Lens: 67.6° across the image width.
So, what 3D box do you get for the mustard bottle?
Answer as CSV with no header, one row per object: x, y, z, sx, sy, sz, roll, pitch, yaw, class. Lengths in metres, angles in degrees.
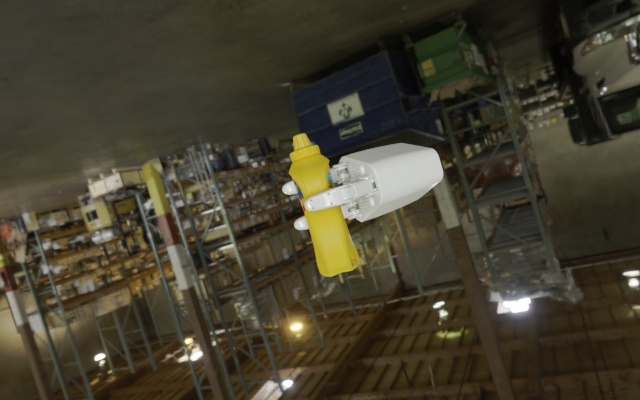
0.000,0.002,0.651,0.058,0.191,0.096,-17,2,4,mustard bottle
